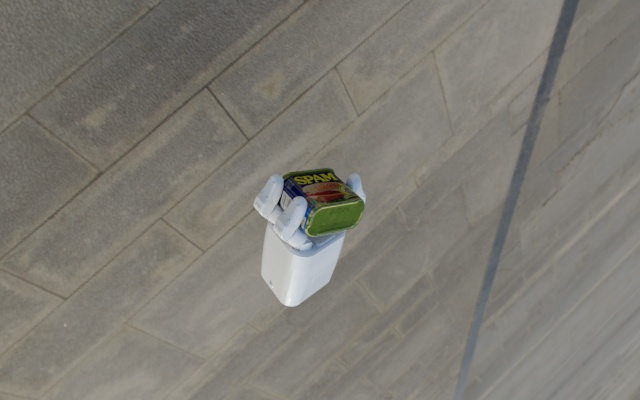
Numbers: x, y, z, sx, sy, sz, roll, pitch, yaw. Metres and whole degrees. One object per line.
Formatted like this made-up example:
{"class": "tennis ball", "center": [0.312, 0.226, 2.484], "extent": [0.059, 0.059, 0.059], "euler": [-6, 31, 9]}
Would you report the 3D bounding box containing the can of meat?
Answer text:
{"class": "can of meat", "center": [0.000, 0.002, 0.671], "extent": [0.102, 0.057, 0.084], "euler": [-9, 39, -36]}
